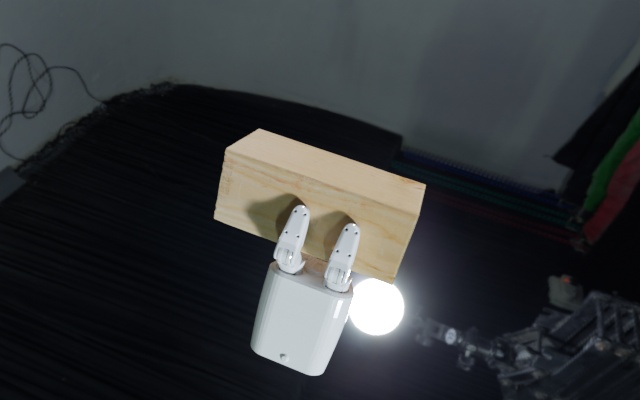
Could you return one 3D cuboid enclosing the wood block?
[{"bbox_3d":[0.000,0.002,0.530,0.206,0.090,0.090,20,25,9],"label":"wood block"}]
